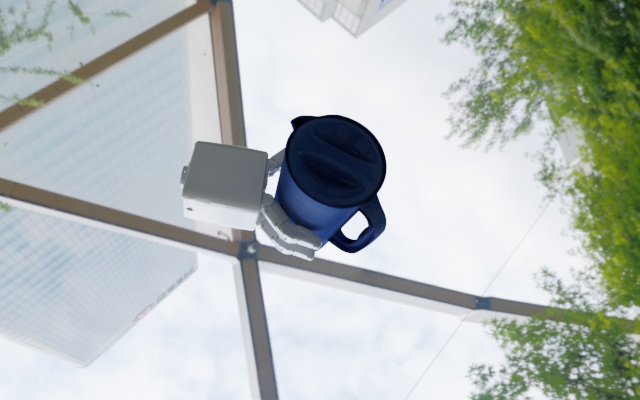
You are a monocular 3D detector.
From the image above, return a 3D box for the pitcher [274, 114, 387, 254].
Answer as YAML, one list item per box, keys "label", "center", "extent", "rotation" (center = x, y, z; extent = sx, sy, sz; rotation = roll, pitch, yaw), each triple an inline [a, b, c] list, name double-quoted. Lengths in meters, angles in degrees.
- label: "pitcher"
  center: [0.000, 0.002, 0.694]
  extent: [0.145, 0.149, 0.243]
  rotation: [10, -26, -10]
